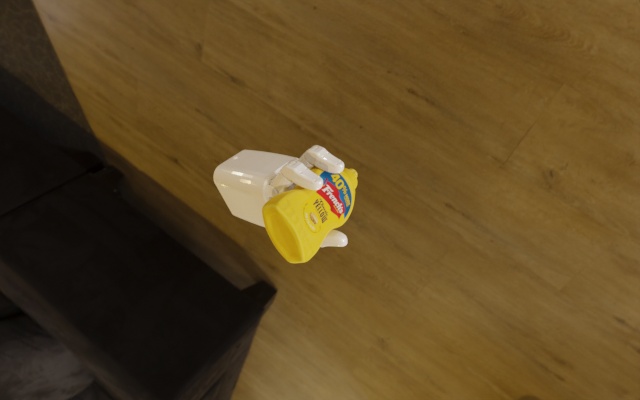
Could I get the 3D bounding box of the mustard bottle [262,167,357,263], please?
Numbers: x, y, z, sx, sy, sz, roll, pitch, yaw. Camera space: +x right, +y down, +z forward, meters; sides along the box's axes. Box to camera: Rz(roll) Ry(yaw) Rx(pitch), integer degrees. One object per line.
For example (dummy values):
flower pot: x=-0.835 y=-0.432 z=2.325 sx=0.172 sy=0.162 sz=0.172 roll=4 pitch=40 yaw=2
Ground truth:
mustard bottle: x=0.000 y=0.002 z=0.702 sx=0.058 sy=0.096 sz=0.191 roll=-12 pitch=21 yaw=42
